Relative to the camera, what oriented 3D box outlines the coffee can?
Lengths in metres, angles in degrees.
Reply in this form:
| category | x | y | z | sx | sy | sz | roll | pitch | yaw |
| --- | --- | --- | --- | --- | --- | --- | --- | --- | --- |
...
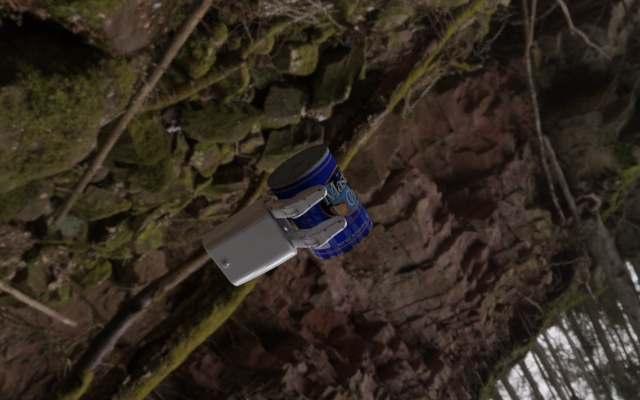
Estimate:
| category | x | y | z | sx | sy | sz | roll | pitch | yaw |
| --- | --- | --- | --- | --- | --- | --- | --- | --- | --- |
| coffee can | 0.000 | 0.002 | 0.713 | 0.103 | 0.140 | 0.102 | -28 | 21 | 12 |
